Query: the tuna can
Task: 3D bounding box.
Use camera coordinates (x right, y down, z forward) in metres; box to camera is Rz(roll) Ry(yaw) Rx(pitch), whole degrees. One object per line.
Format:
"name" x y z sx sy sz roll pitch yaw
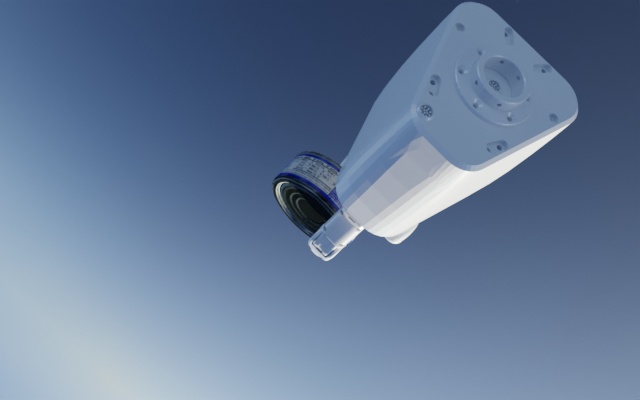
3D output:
"tuna can" 0.000 0.002 0.409 0.033 0.086 0.086 -47 24 -24
